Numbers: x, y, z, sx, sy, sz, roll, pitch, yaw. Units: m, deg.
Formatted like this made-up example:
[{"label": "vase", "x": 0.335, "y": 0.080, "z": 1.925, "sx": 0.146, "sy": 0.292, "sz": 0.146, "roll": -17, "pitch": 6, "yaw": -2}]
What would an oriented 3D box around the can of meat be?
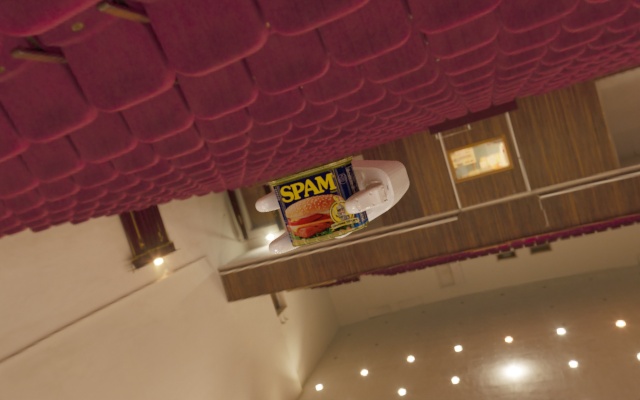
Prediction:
[{"label": "can of meat", "x": 0.000, "y": 0.002, "z": 0.571, "sx": 0.102, "sy": 0.084, "sz": 0.057, "roll": -15, "pitch": 6, "yaw": 20}]
